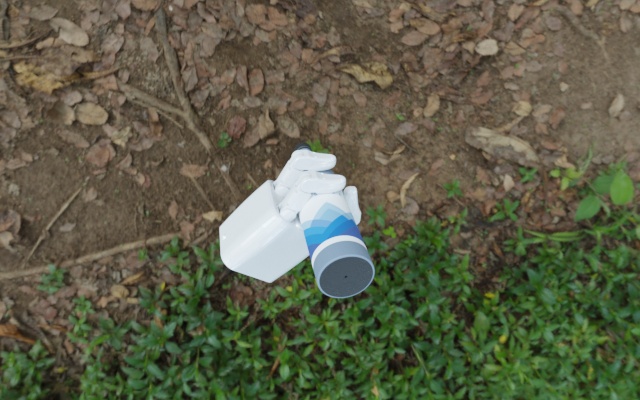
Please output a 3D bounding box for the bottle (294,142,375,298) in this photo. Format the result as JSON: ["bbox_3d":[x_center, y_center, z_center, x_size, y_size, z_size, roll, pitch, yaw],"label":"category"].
[{"bbox_3d":[0.000,0.002,0.649,0.069,0.069,0.295,0,35,-14],"label":"bottle"}]
